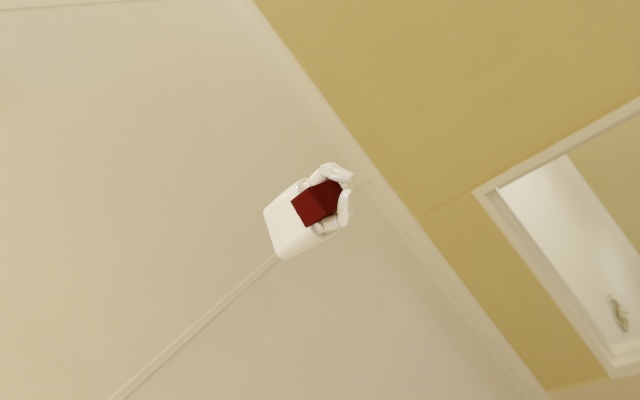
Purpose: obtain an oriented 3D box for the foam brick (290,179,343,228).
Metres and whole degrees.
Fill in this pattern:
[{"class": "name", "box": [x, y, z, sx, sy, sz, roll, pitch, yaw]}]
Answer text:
[{"class": "foam brick", "box": [0.000, 0.002, 0.778, 0.051, 0.053, 0.078, -34, -7, 37]}]
